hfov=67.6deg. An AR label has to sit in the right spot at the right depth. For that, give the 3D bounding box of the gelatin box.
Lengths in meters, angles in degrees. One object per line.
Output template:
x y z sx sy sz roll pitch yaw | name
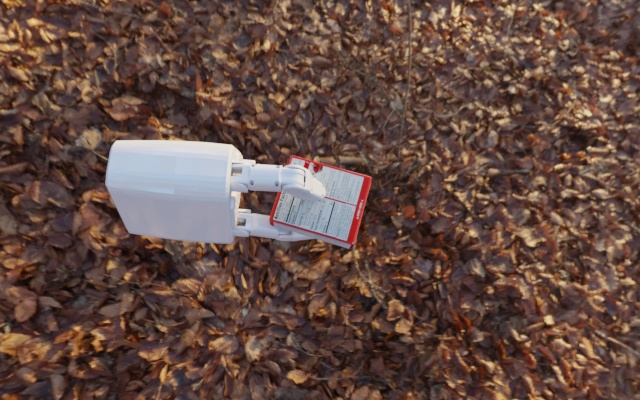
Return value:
0.000 0.002 0.487 0.089 0.073 0.030 16 -16 3 | gelatin box
